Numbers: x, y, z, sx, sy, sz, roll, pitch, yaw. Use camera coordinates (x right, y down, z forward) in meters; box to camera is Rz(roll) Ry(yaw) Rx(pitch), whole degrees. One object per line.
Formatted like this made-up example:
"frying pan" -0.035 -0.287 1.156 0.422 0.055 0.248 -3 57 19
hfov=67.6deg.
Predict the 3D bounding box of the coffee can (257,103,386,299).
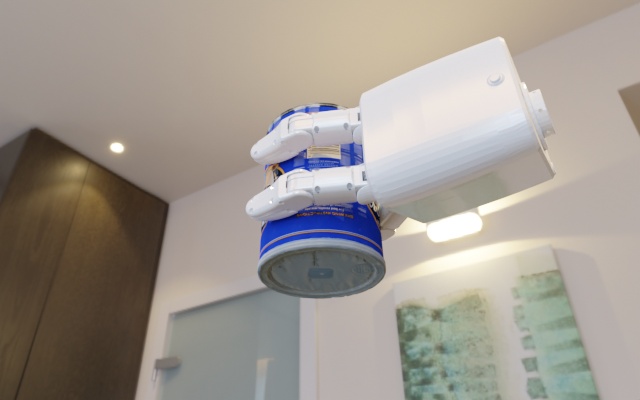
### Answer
"coffee can" 0.000 0.002 0.418 0.103 0.140 0.103 -1 -33 0
